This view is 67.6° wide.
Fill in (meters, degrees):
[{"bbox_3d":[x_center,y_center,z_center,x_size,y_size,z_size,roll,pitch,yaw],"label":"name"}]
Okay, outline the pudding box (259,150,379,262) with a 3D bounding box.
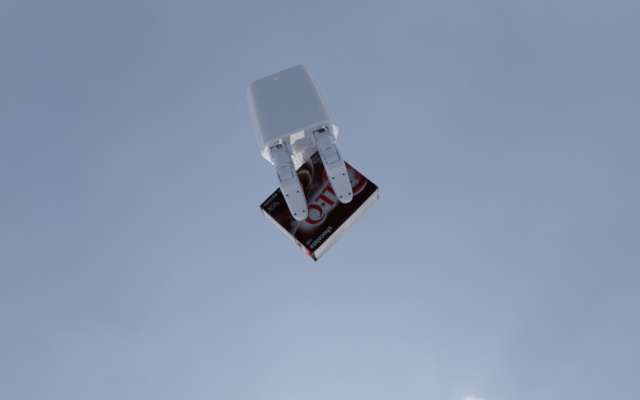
[{"bbox_3d":[0.000,0.002,0.567,0.090,0.113,0.039,39,-12,23],"label":"pudding box"}]
